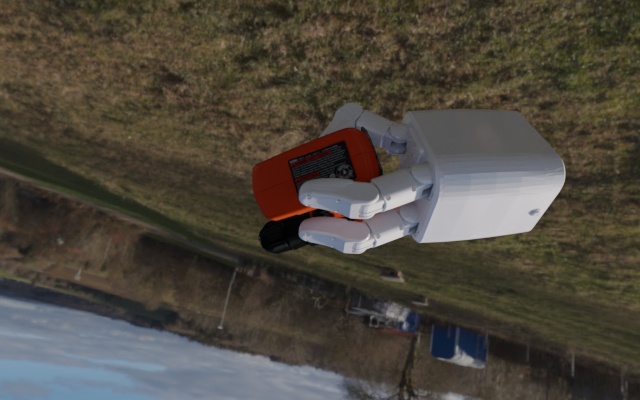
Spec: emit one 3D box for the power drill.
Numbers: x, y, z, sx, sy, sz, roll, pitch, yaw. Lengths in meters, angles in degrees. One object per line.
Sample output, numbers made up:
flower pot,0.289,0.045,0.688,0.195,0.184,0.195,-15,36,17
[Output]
power drill,0.000,0.001,0.474,0.184,0.057,0.188,-22,-15,8
